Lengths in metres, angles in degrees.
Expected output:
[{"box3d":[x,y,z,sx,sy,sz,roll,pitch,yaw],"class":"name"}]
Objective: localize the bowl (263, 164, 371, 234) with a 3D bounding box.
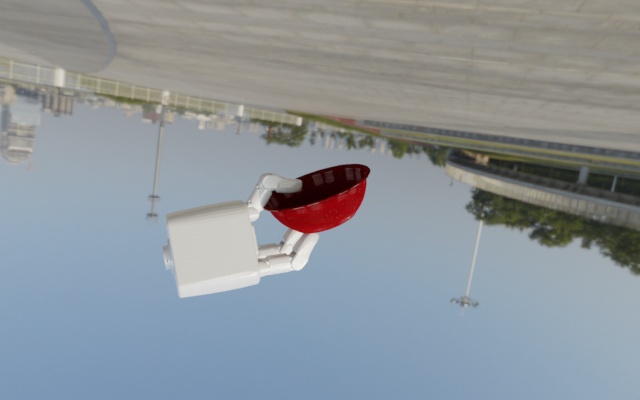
[{"box3d":[0.002,0.002,0.680,0.162,0.055,0.162,-18,17,6],"class":"bowl"}]
